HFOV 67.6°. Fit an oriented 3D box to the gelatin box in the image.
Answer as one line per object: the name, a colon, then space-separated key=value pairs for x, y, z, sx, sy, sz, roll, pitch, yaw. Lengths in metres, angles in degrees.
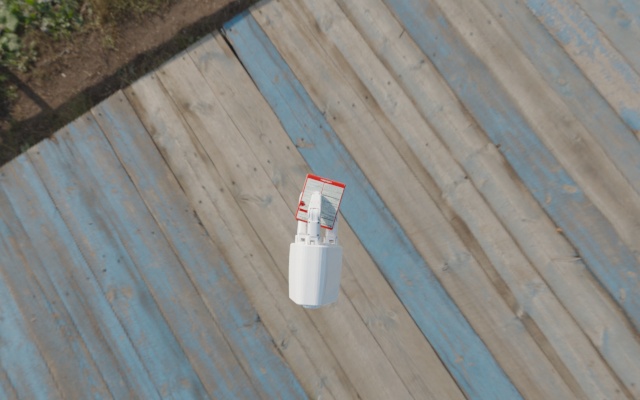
gelatin box: x=0.000 y=0.003 z=0.882 sx=0.073 sy=0.089 sz=0.030 roll=16 pitch=1 yaw=5
